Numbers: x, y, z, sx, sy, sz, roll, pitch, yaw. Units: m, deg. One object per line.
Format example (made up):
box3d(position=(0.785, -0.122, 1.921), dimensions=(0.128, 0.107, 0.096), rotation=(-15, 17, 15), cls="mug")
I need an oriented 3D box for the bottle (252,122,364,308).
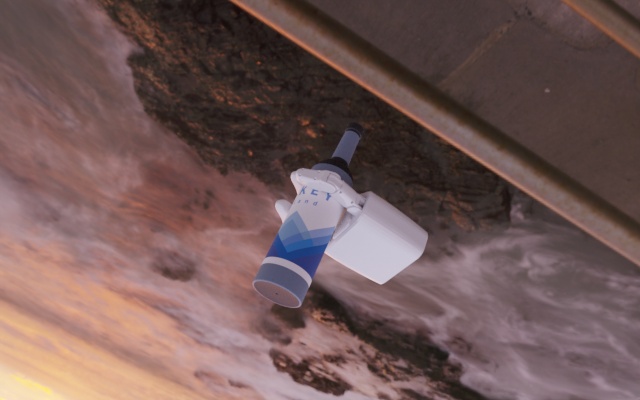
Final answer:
box3d(position=(0.000, 0.002, 0.664), dimensions=(0.069, 0.295, 0.069), rotation=(18, -32, 12), cls="bottle")
